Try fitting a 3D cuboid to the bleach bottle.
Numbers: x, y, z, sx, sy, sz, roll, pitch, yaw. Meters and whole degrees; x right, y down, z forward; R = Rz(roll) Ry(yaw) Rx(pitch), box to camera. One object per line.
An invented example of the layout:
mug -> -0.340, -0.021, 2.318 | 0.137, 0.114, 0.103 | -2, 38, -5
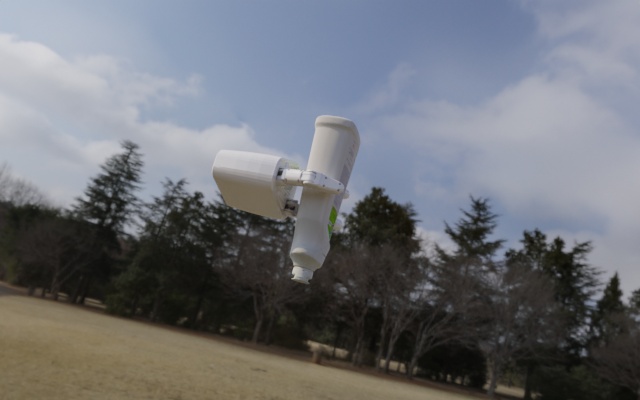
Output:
bleach bottle -> 0.000, 0.002, 0.742 | 0.068, 0.250, 0.103 | 11, -16, 17
